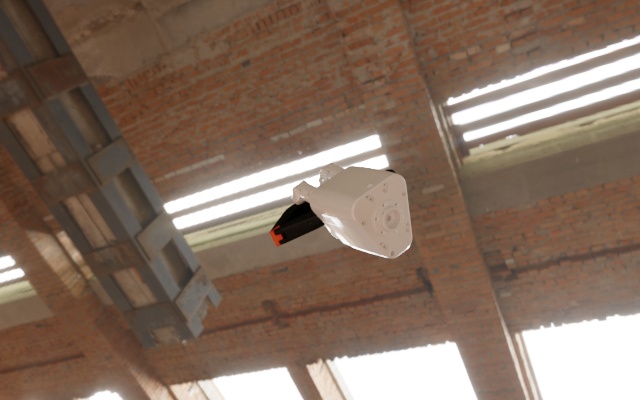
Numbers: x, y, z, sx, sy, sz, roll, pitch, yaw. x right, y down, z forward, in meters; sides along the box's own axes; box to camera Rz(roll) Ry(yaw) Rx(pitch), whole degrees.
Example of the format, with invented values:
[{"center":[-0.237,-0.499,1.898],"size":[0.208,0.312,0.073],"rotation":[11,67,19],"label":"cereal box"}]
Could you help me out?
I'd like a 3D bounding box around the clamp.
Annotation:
[{"center":[0.000,0.004,0.773],"size":[0.210,0.036,0.164],"rotation":[-34,21,-21],"label":"clamp"}]
